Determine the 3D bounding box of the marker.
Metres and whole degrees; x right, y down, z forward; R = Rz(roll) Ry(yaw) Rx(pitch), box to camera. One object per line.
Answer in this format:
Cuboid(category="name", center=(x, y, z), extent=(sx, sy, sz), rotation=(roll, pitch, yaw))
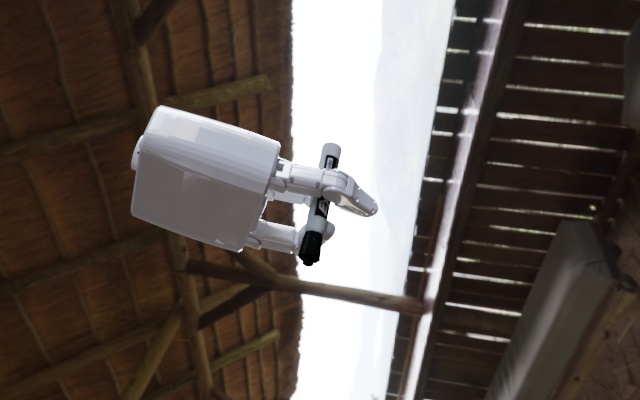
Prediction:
Cuboid(category="marker", center=(0.000, 0.001, 0.417), extent=(0.020, 0.121, 0.020), rotation=(9, -30, 5))
